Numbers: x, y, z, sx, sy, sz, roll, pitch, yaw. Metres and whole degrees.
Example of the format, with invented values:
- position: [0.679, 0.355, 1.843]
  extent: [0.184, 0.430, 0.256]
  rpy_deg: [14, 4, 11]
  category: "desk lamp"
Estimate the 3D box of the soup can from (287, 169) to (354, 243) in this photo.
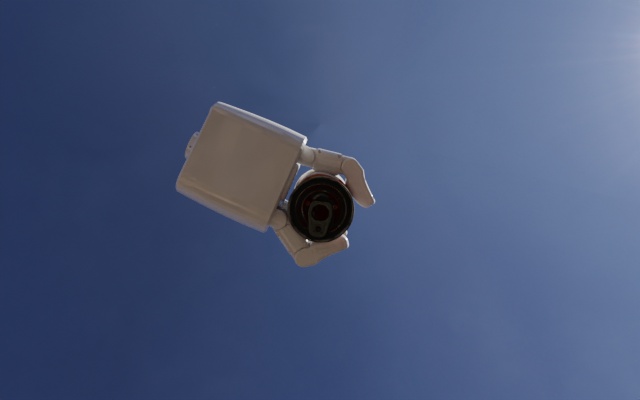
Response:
- position: [0.001, 0.002, 0.529]
  extent: [0.068, 0.068, 0.102]
  rpy_deg: [0, 9, 0]
  category: "soup can"
